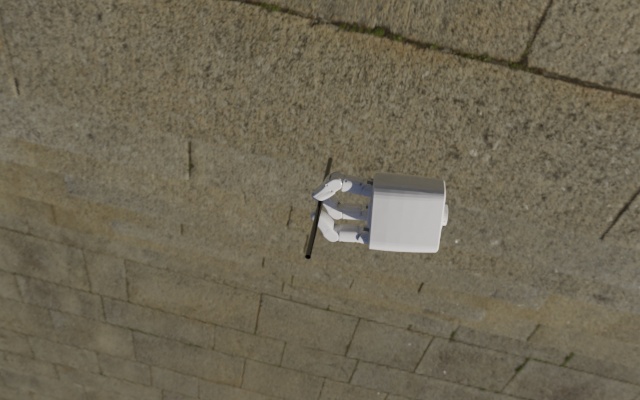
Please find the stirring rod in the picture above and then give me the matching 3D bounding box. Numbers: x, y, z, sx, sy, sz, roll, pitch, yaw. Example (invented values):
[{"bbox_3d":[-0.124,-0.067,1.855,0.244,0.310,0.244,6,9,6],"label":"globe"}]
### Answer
[{"bbox_3d":[0.000,0.002,0.735,0.011,0.011,0.239,0,38,10],"label":"stirring rod"}]
